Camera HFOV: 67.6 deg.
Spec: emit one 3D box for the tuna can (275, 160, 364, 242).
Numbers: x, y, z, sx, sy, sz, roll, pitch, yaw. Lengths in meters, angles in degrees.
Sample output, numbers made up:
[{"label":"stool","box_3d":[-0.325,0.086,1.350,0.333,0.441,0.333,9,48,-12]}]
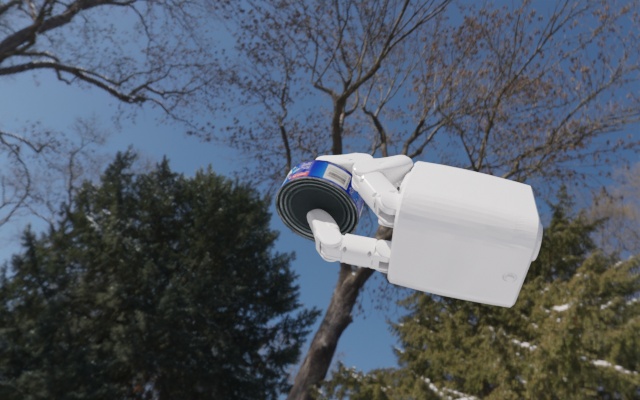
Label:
[{"label":"tuna can","box_3d":[0.000,0.001,0.483,0.086,0.086,0.033,0,40,21]}]
